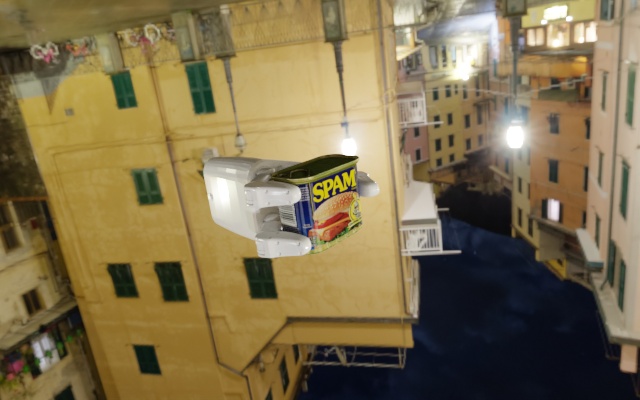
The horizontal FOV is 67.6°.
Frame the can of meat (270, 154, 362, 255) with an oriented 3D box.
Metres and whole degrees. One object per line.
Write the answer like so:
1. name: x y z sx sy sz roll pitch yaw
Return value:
1. can of meat: 0.000 0.002 0.523 0.057 0.084 0.102 9 24 42
